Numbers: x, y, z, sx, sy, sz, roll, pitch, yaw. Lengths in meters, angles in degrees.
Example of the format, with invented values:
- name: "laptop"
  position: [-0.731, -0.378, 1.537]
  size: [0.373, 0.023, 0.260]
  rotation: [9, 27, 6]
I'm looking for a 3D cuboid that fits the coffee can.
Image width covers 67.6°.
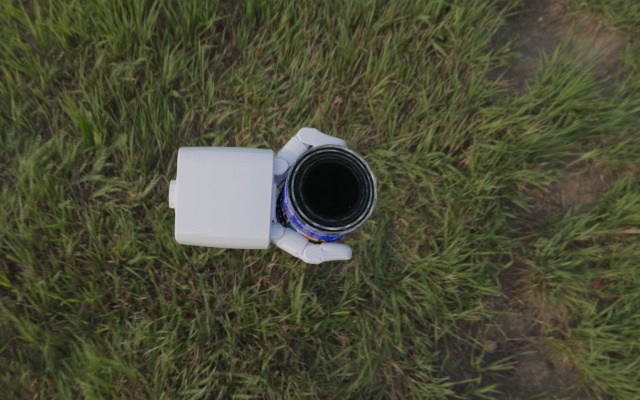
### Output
- name: "coffee can"
  position: [0.000, 0.002, 0.587]
  size: [0.103, 0.102, 0.140]
  rotation: [0, -13, -11]
